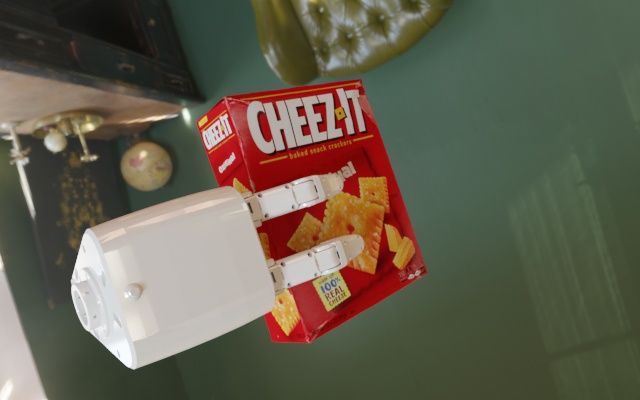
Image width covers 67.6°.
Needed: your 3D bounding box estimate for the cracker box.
[{"bbox_3d":[0.000,0.002,0.454,0.164,0.213,0.072,-18,0,-38],"label":"cracker box"}]
